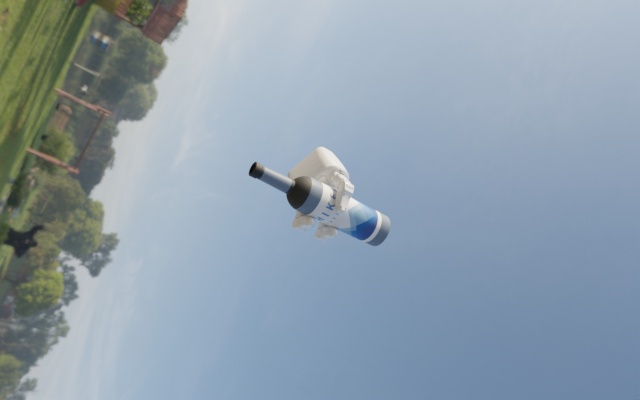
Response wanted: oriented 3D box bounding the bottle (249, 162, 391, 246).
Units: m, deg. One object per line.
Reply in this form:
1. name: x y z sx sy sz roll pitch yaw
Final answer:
1. bottle: 0.000 0.003 0.890 0.296 0.069 0.069 26 -13 -27
